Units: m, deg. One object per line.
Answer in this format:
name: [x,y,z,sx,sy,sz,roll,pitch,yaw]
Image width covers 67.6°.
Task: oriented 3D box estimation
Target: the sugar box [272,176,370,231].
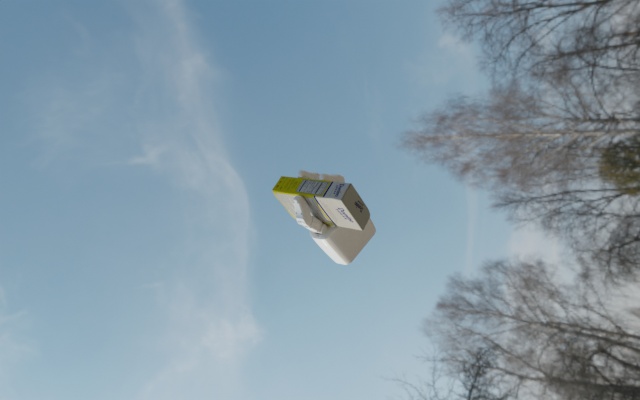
sugar box: [0.000,0.003,0.897,0.176,0.048,0.093,6,-35,39]
